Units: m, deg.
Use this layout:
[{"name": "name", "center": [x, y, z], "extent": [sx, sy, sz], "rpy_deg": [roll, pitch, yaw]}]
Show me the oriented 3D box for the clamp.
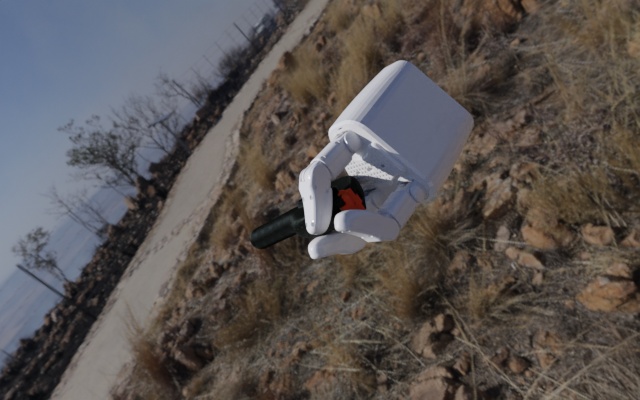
[{"name": "clamp", "center": [0.000, 0.001, 0.501], "extent": [0.171, 0.039, 0.120], "rpy_deg": [-13, 34, 55]}]
